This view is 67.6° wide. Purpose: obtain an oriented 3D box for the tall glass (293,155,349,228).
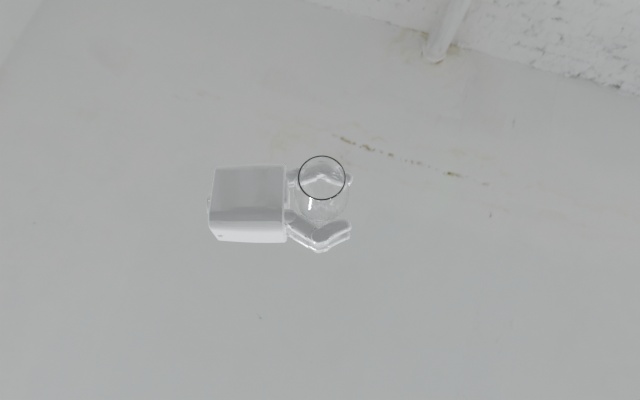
[{"bbox_3d":[0.000,0.002,0.702,0.079,0.079,0.201,0,-19,-1],"label":"tall glass"}]
